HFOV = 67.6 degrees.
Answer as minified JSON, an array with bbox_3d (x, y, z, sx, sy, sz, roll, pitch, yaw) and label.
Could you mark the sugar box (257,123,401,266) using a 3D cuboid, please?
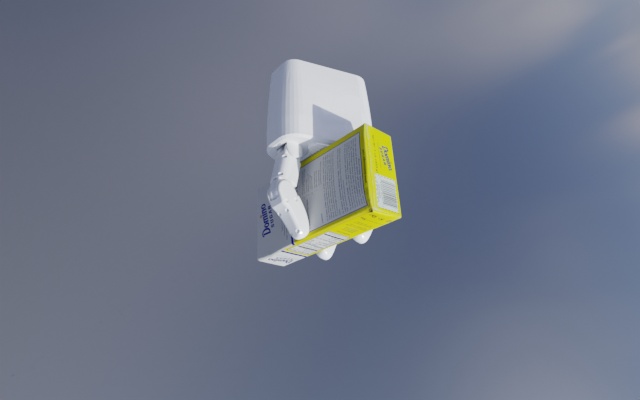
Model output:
[{"bbox_3d":[0.001,0.002,0.505,0.048,0.093,0.176,17,-31,-37],"label":"sugar box"}]
